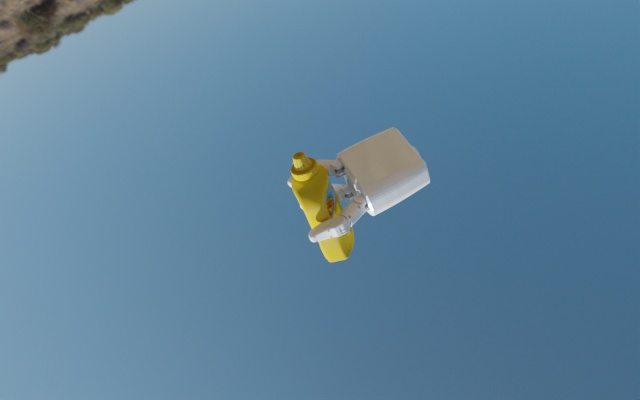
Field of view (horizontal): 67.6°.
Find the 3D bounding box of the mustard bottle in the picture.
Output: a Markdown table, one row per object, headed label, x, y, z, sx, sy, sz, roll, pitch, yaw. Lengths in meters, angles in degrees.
| label | x | y | z | sx | sy | sz | roll | pitch | yaw |
| --- | --- | --- | --- | --- | --- | --- | --- | --- | --- |
| mustard bottle | 0.000 | 0.003 | 0.747 | 0.058 | 0.192 | 0.096 | -13 | 40 | 14 |
